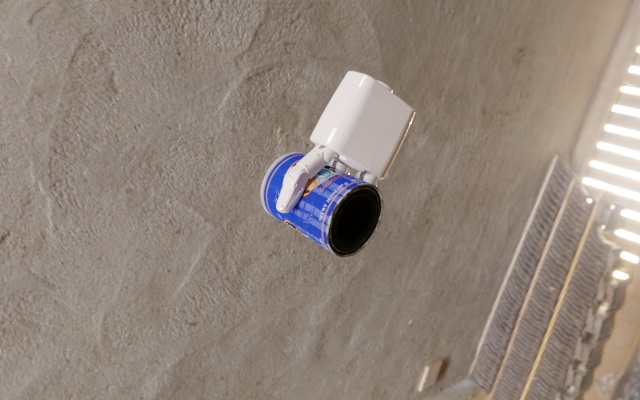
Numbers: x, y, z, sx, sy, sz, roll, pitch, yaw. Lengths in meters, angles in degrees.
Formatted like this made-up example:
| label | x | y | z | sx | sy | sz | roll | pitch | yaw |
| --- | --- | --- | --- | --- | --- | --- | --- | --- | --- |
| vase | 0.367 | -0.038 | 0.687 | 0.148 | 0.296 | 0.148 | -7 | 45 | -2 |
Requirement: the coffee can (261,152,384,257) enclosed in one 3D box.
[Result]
| label | x | y | z | sx | sy | sz | roll | pitch | yaw |
| --- | --- | --- | --- | --- | --- | --- | --- | --- | --- |
| coffee can | 0.000 | 0.002 | 0.654 | 0.103 | 0.103 | 0.140 | 0 | 21 | -46 |
